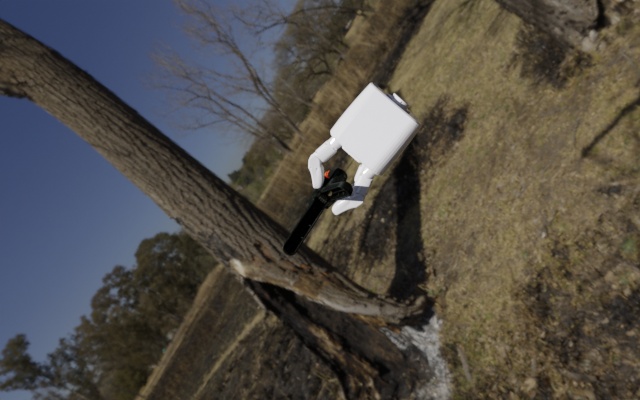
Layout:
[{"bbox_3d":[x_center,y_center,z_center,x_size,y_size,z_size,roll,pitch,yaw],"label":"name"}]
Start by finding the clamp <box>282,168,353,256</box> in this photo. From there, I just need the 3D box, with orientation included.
[{"bbox_3d":[0.000,0.002,0.836,0.036,0.164,0.210,39,18,-9],"label":"clamp"}]
